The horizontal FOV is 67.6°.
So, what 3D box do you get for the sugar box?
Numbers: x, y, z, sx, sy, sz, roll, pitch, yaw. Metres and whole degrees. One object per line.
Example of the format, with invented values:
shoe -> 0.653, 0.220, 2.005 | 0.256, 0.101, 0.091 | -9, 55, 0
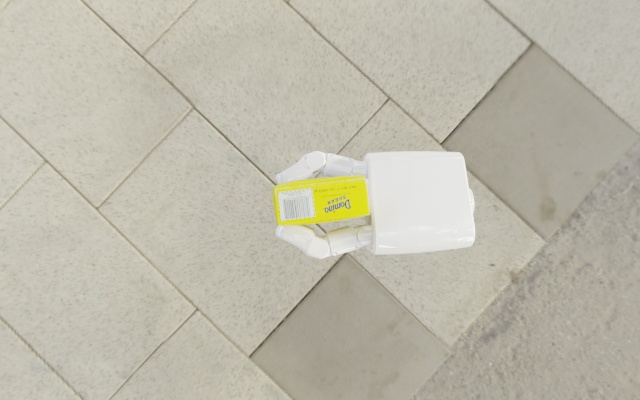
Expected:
sugar box -> 0.000, 0.002, 0.545 | 0.093, 0.048, 0.176 | -6, -3, 0
